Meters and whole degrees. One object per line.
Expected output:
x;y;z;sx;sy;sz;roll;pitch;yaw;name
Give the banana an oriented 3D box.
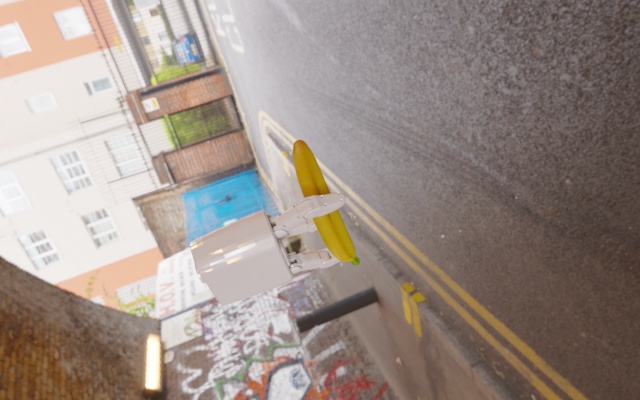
0.001;0.005;0.655;0.037;0.198;0.069;-24;-2;1;banana
